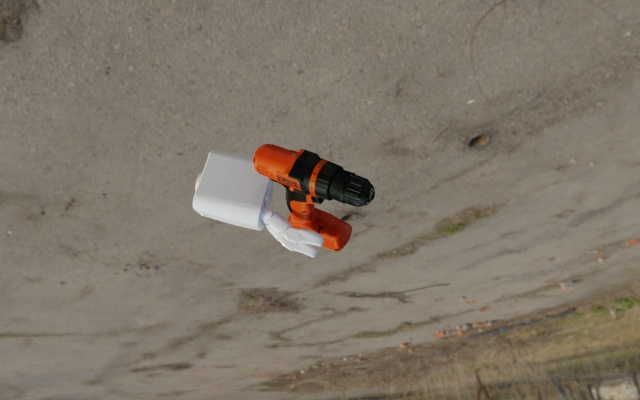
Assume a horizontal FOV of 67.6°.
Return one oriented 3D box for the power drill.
[{"bbox_3d":[0.000,0.003,0.711,0.184,0.057,0.188,22,-29,23],"label":"power drill"}]
